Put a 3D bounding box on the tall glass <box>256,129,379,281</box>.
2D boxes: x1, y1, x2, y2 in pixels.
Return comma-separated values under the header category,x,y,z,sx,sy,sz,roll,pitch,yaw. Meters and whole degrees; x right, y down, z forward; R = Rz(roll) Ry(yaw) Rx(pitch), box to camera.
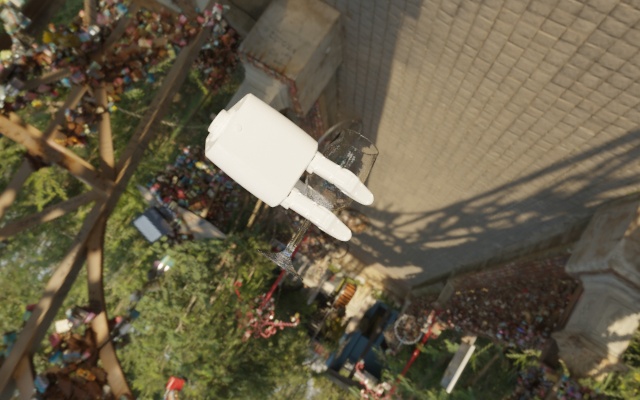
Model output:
category,x,y,z,sx,sy,sz,roll,pitch,yaw
tall glass,0.000,0.003,0.638,0.079,0.201,0.079,33,-8,5
